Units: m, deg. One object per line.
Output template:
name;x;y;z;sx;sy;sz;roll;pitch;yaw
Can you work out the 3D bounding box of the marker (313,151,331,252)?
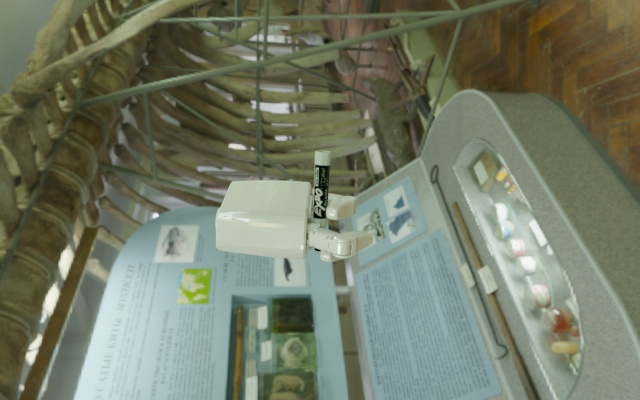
marker;0.000;0.002;0.568;0.020;0.121;0.020;3;13;-1
